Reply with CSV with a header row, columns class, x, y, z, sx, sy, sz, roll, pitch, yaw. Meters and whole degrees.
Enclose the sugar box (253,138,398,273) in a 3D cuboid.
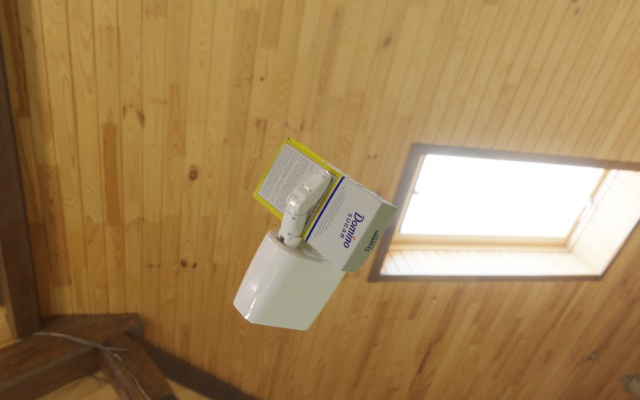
class,x,y,z,sx,sy,sz,roll,pitch,yaw
sugar box,0.000,0.002,0.588,0.176,0.093,0.048,37,11,34
